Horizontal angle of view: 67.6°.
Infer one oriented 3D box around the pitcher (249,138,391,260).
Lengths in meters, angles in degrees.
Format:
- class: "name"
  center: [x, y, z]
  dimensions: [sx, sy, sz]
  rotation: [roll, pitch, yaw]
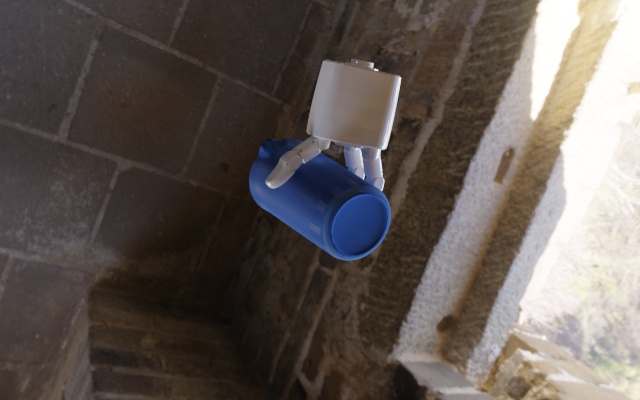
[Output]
- class: "pitcher"
  center: [0.000, 0.002, 0.725]
  dimensions: [0.149, 0.145, 0.242]
  rotation: [7, 15, -31]
